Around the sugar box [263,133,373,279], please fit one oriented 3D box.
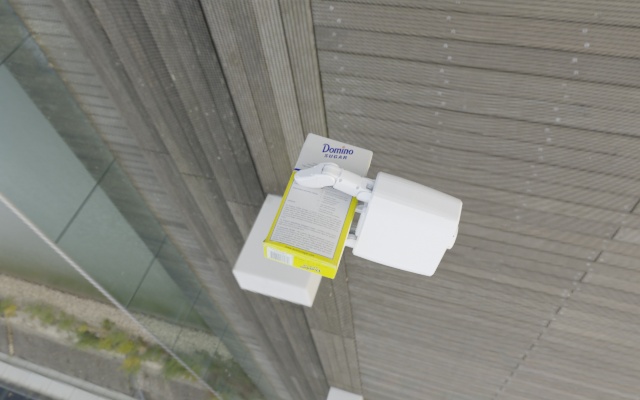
[{"bbox_3d":[0.000,0.002,0.611,0.093,0.176,0.048,18,-33,5],"label":"sugar box"}]
